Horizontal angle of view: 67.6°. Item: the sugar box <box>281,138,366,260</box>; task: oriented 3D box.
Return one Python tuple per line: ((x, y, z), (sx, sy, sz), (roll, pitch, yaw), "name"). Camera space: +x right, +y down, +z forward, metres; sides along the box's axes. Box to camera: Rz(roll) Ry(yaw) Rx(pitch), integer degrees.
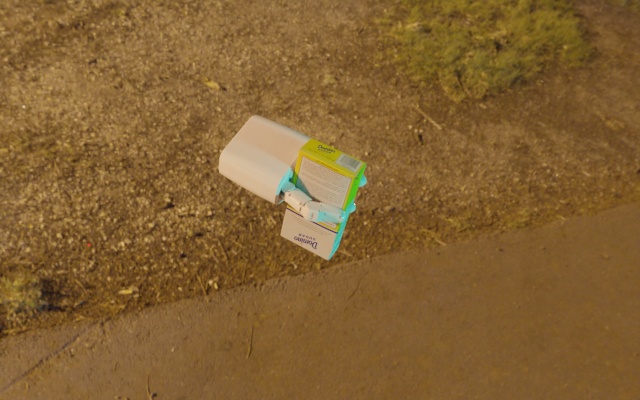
((0.000, 0.002, 0.727), (0.093, 0.176, 0.048), (27, 44, 12), "sugar box")
